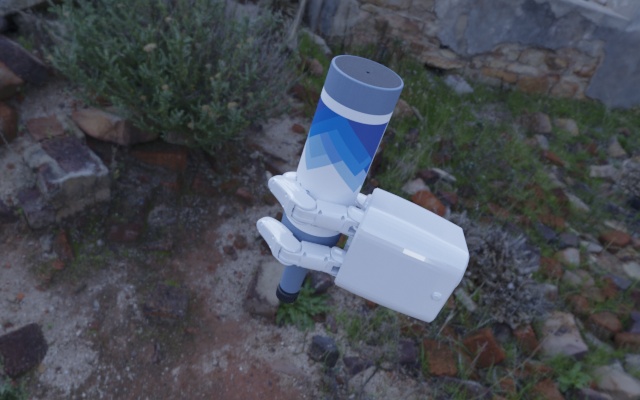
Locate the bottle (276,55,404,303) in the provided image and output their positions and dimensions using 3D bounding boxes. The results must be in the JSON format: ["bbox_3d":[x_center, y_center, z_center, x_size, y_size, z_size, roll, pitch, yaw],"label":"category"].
[{"bbox_3d":[0.000,0.001,0.499,0.069,0.296,0.069,13,35,-10],"label":"bottle"}]
